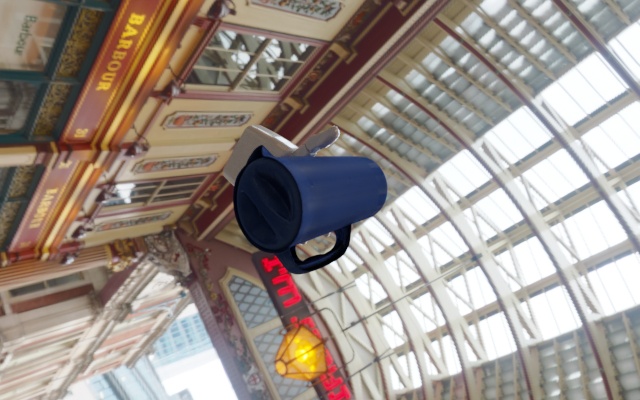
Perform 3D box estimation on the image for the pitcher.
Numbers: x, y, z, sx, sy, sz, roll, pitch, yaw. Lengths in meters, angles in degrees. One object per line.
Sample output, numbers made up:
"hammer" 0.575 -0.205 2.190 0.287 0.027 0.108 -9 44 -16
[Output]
"pitcher" 0.000 0.002 0.731 0.145 0.149 0.243 33 27 32
